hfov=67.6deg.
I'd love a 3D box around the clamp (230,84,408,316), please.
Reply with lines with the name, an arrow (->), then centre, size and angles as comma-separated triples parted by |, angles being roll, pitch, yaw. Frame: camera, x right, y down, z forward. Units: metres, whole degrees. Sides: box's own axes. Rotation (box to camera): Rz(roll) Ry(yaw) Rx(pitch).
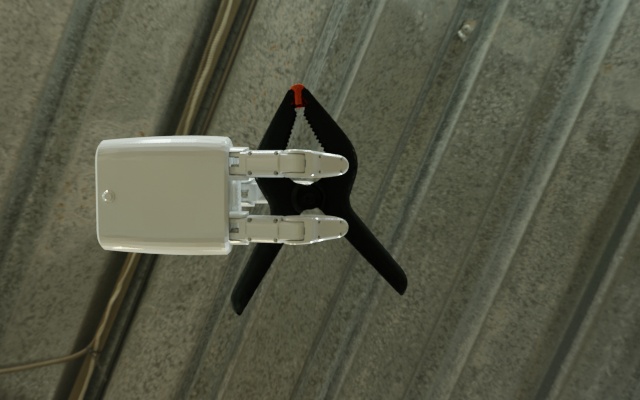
clamp -> 0.000, 0.001, 0.440 | 0.164, 0.210, 0.036 | 0, 4, -4
